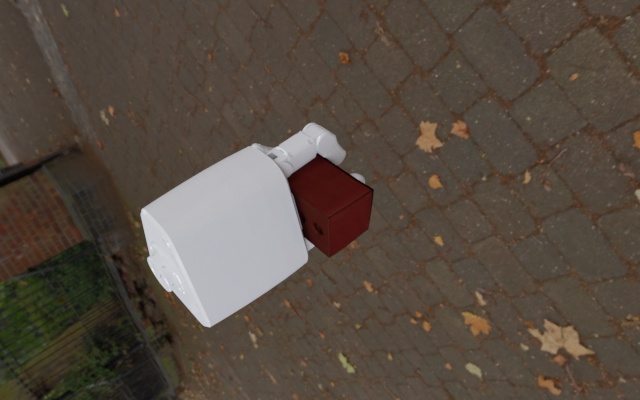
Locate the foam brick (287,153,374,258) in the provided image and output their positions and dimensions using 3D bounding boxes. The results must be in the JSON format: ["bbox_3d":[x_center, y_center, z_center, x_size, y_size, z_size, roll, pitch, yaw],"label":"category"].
[{"bbox_3d":[0.000,0.001,0.422,0.051,0.053,0.078,-34,53,-29],"label":"foam brick"}]
